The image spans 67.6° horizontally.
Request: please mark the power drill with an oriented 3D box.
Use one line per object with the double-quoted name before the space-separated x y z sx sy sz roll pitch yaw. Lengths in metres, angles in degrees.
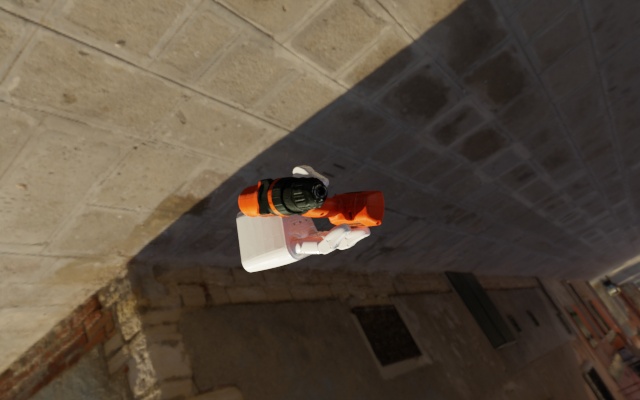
"power drill" 0.000 0.002 0.685 0.188 0.057 0.184 9 -8 -36
